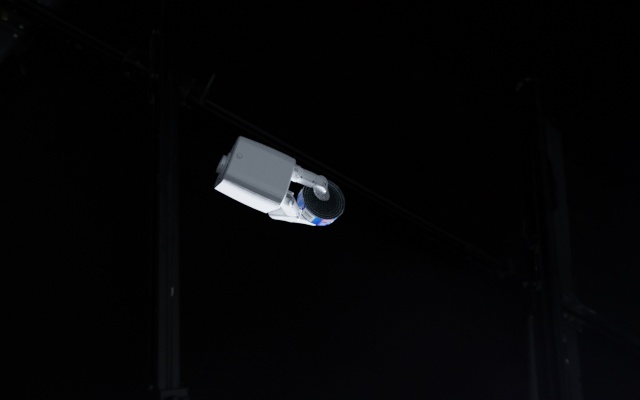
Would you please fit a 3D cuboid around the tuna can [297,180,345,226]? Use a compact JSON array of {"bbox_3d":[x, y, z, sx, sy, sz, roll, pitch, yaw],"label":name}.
[{"bbox_3d":[0.000,0.003,0.893,0.086,0.086,0.034,0,-25,-26],"label":"tuna can"}]
